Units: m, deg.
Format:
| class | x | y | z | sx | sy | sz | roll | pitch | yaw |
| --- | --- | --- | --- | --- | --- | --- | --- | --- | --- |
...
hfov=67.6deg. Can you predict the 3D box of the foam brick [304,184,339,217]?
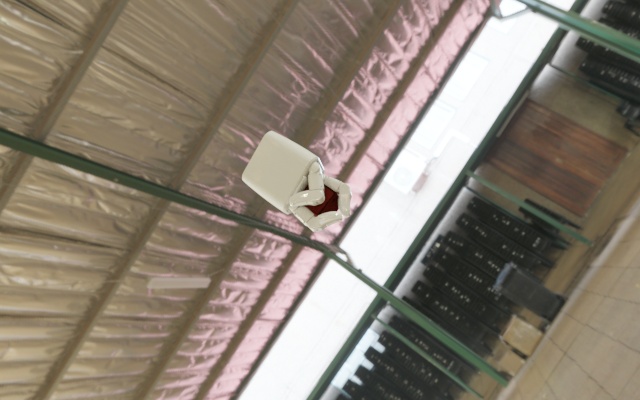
| class | x | y | z | sx | sy | sz | roll | pitch | yaw |
| --- | --- | --- | --- | --- | --- | --- | --- | --- | --- |
| foam brick | 0.000 | 0.003 | 0.866 | 0.051 | 0.053 | 0.078 | 33 | -9 | 18 |
